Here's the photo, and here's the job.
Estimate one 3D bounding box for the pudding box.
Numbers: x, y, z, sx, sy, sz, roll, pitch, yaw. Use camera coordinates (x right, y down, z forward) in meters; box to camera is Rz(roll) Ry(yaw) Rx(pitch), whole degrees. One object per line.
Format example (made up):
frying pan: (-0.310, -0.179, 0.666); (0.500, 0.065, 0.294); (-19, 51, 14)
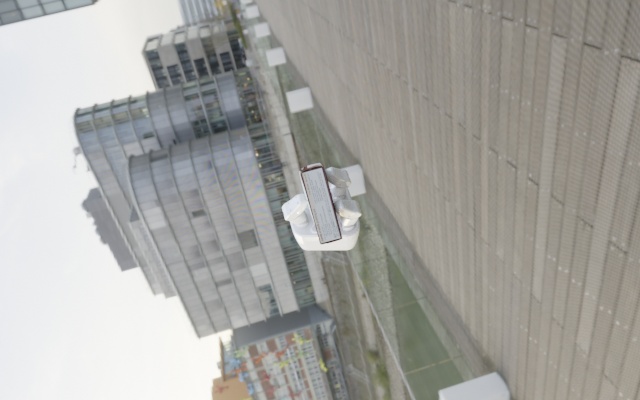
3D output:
pudding box: (0.000, 0.002, 0.717); (0.039, 0.113, 0.090); (-17, 7, -1)
